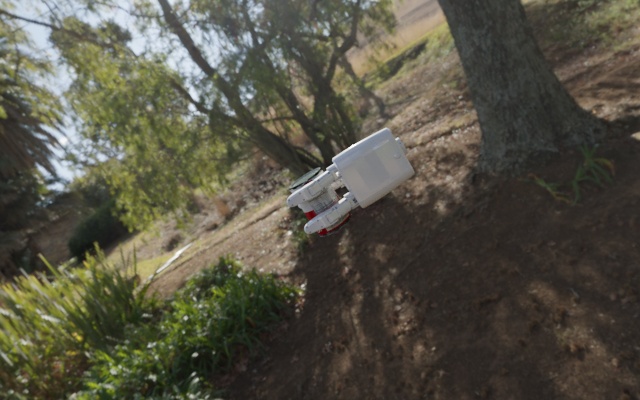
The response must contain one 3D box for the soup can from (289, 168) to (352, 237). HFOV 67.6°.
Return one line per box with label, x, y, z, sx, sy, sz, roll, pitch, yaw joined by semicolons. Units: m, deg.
soup can;0.000;0.003;0.827;0.068;0.102;0.068;-32;11;7
